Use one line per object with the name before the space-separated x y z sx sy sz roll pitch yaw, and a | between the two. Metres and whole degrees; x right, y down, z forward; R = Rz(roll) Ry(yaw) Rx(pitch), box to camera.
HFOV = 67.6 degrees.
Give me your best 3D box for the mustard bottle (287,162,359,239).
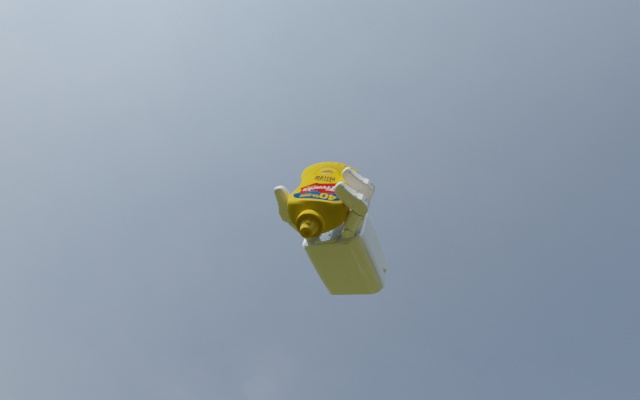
mustard bottle | 0.000 0.002 0.741 0.096 0.058 0.191 6 29 11
